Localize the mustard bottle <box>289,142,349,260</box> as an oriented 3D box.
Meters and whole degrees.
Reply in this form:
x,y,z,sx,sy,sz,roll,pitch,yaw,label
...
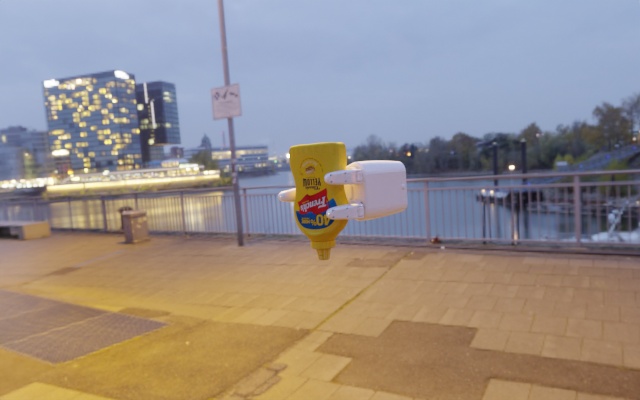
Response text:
x,y,z,sx,sy,sz,roll,pitch,yaw,label
0.000,0.002,0.787,0.096,0.191,0.058,-2,5,29,mustard bottle
